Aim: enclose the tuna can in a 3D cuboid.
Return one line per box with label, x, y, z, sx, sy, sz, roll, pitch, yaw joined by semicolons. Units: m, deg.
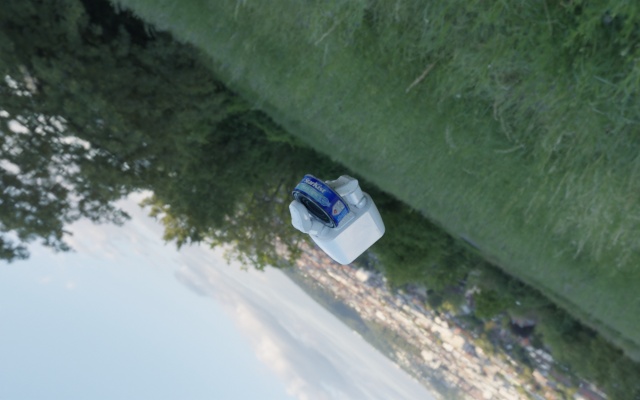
tuna can;0.000;0.003;0.703;0.086;0.033;0.086;38;-14;11
